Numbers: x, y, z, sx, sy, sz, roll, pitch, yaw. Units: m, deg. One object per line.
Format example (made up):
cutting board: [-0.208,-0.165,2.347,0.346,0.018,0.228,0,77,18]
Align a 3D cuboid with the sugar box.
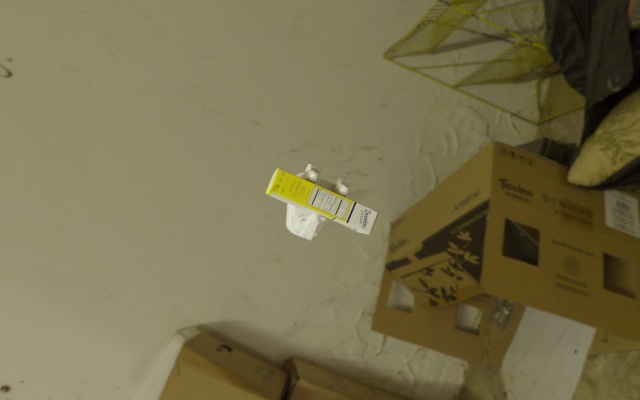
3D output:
sugar box: [0.000,0.002,0.788,0.176,0.048,0.093,21,-4,-9]
